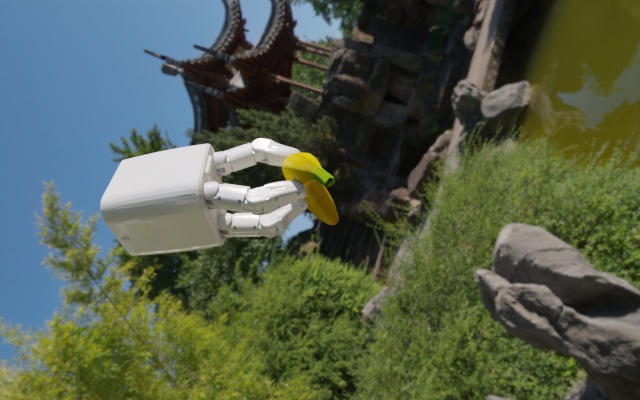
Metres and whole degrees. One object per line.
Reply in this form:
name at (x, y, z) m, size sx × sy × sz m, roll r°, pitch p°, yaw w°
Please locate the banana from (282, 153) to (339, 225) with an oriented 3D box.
banana at (-0.011, -0.014, 0.549) m, size 0.037 × 0.069 × 0.198 m, roll -35°, pitch -13°, yaw -3°
